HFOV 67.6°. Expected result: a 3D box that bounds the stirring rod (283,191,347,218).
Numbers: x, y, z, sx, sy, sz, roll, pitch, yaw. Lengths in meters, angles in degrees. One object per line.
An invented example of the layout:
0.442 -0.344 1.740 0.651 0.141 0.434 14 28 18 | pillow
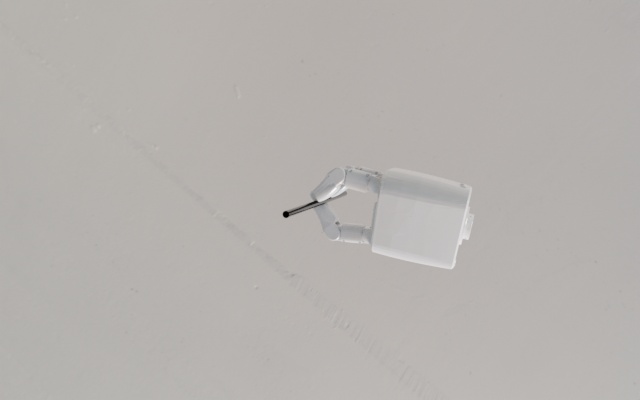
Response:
0.000 0.002 0.629 0.011 0.011 0.239 0 6 18 | stirring rod
